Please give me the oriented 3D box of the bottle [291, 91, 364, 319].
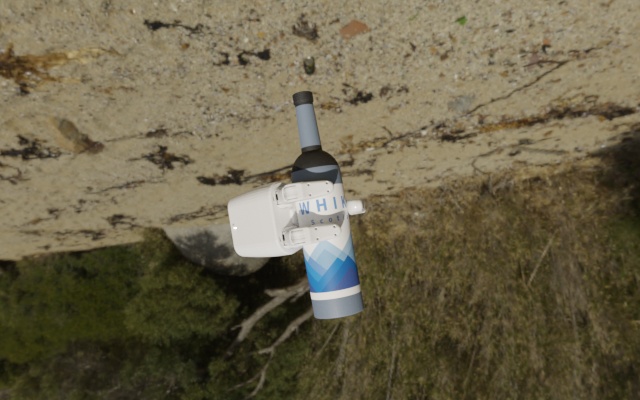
[{"bbox_3d":[0.000,0.002,0.633,0.069,0.295,0.069,-10,-2,0],"label":"bottle"}]
